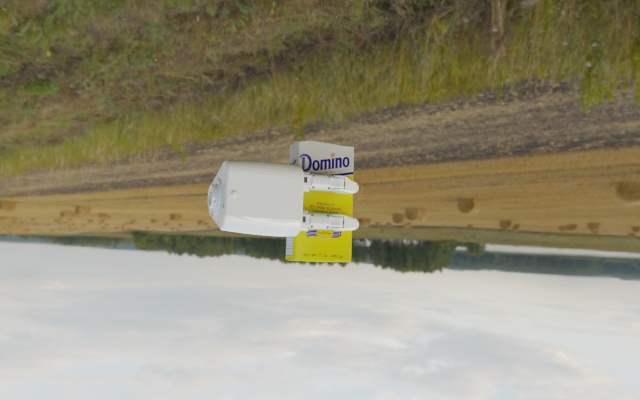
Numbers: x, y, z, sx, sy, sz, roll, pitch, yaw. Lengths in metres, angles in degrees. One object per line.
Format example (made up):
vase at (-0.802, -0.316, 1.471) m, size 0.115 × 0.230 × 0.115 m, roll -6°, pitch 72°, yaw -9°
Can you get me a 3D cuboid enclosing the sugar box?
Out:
sugar box at (0.000, 0.002, 0.712) m, size 0.093 × 0.176 × 0.048 m, roll 4°, pitch -6°, yaw -22°
